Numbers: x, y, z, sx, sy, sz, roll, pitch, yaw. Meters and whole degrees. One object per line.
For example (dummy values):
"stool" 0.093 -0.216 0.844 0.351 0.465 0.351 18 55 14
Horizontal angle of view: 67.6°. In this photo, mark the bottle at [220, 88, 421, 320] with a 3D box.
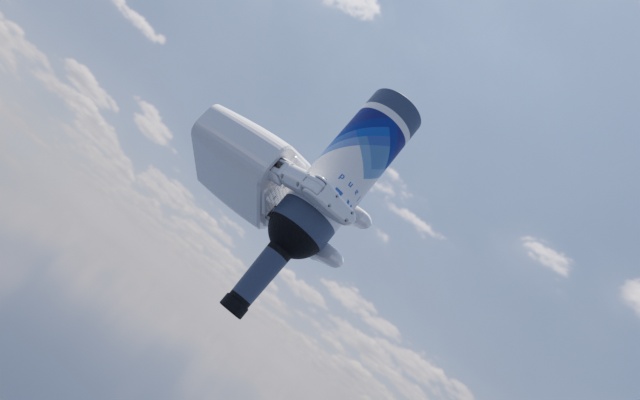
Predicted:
"bottle" 0.000 0.002 0.515 0.069 0.295 0.069 36 -18 13
